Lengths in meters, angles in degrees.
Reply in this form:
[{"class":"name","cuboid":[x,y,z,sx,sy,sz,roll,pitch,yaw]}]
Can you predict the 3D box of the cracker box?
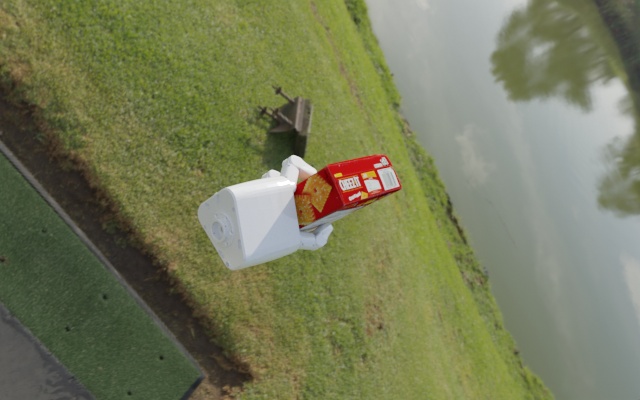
[{"class":"cracker box","cuboid":[0.000,0.003,0.785,0.214,0.072,0.164,-28,-8,41]}]
